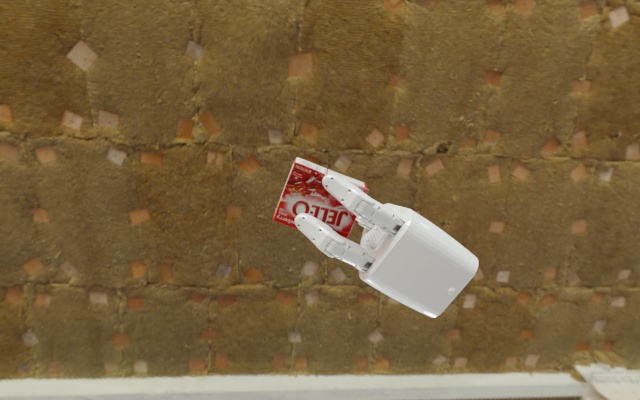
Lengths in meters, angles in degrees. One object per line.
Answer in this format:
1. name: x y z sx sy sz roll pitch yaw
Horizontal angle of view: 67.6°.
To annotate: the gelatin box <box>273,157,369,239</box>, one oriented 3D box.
1. gelatin box: 0.000 0.002 0.543 0.089 0.073 0.030 21 17 -5
